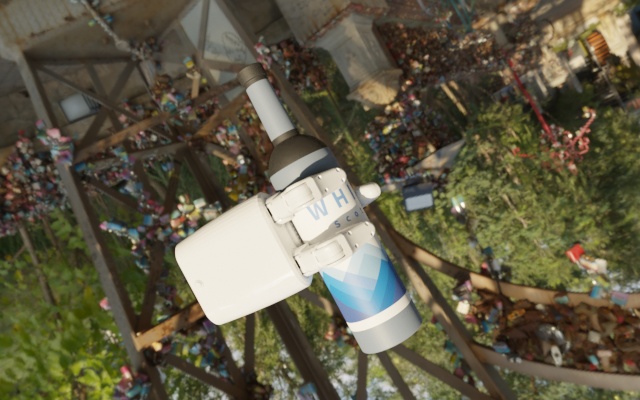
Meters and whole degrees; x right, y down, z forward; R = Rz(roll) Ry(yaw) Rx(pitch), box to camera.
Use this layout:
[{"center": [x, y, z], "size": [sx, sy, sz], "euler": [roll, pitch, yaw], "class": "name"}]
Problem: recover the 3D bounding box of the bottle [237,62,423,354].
[{"center": [0.000, 0.002, 0.466], "size": [0.069, 0.295, 0.069], "euler": [-28, 0, 0], "class": "bottle"}]
